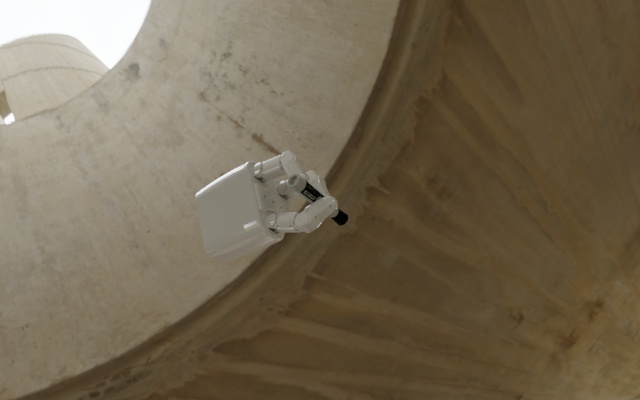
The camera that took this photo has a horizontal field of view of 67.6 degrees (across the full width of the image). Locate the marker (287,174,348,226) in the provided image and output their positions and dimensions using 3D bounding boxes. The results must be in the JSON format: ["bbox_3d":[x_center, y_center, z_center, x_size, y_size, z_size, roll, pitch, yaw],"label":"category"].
[{"bbox_3d":[0.000,0.002,0.622,0.020,0.020,0.121,0,-26,38],"label":"marker"}]
